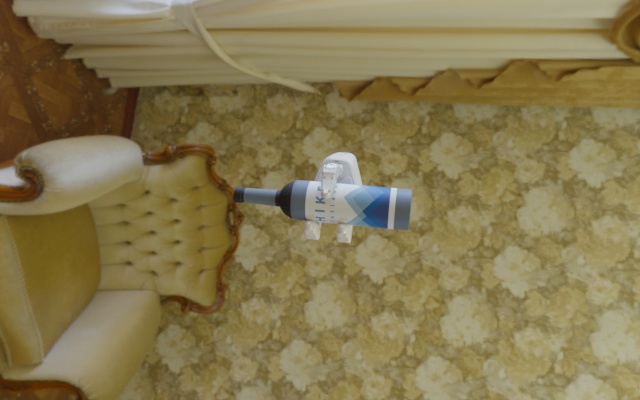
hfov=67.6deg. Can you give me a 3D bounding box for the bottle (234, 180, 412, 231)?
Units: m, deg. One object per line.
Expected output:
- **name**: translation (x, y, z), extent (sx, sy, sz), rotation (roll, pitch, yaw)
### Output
- **bottle**: translation (0.000, 0.003, 0.791), extent (0.296, 0.069, 0.069), rotation (5, 1, 10)
